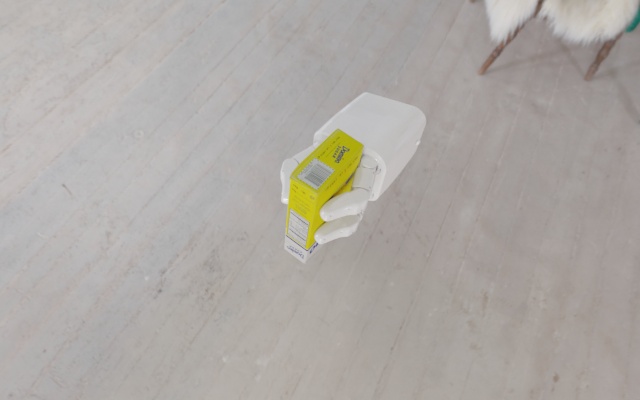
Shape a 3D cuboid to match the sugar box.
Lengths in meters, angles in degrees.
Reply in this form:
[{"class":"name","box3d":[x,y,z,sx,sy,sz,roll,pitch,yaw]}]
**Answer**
[{"class":"sugar box","box3d":[0.001,0.002,0.602,0.048,0.093,0.176,34,-29,18]}]
